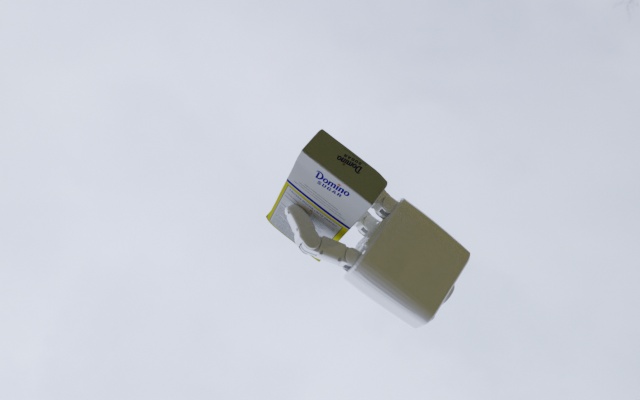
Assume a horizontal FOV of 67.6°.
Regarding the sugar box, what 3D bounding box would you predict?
[{"bbox_3d":[0.000,0.002,0.558,0.093,0.048,0.176,38,-34,1],"label":"sugar box"}]
